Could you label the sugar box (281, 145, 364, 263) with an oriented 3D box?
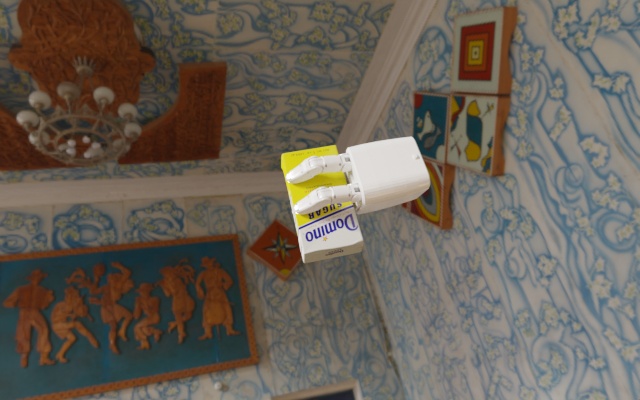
[{"bbox_3d":[0.000,0.002,0.744,0.093,0.176,0.048,-11,-29,-8],"label":"sugar box"}]
